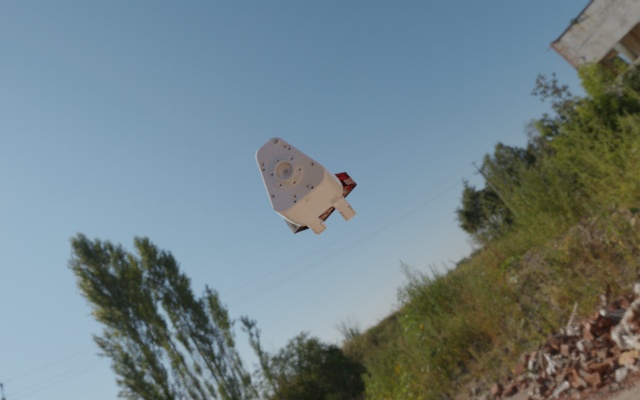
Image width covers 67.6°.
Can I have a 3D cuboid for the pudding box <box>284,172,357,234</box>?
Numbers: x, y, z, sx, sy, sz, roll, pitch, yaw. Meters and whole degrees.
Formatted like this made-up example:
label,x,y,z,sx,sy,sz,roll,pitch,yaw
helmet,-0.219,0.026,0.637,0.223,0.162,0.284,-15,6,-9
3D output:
label,x,y,z,sx,sy,sz,roll,pitch,yaw
pudding box,0.000,0.003,0.833,0.113,0.039,0.090,-48,-19,31
